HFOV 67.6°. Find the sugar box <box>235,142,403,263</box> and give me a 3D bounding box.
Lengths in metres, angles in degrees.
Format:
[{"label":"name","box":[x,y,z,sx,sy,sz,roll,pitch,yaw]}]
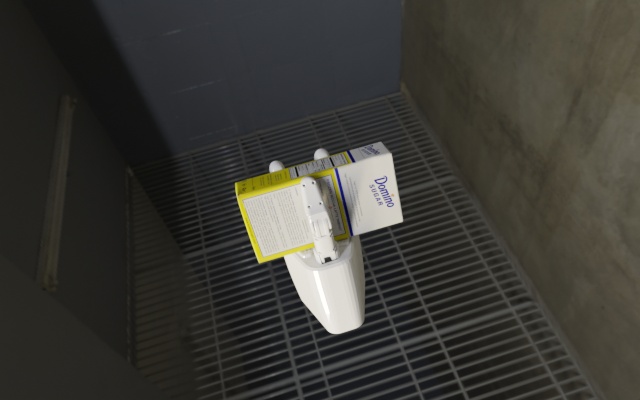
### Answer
[{"label":"sugar box","box":[0.000,0.002,0.548,0.176,0.093,0.048,-16,29,-4]}]
